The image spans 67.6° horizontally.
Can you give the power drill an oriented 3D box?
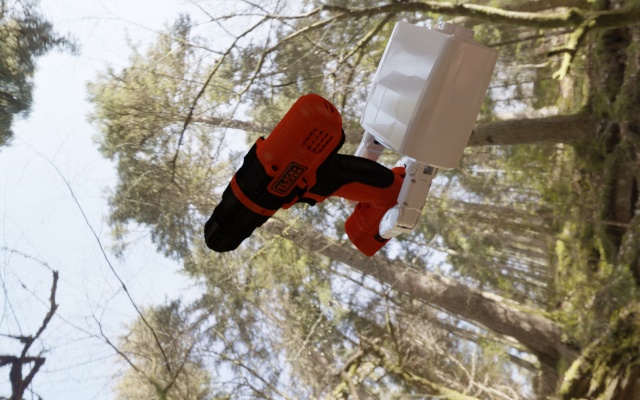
[{"bbox_3d":[0.001,0.001,0.473,0.188,0.057,0.184,19,-55,-40],"label":"power drill"}]
